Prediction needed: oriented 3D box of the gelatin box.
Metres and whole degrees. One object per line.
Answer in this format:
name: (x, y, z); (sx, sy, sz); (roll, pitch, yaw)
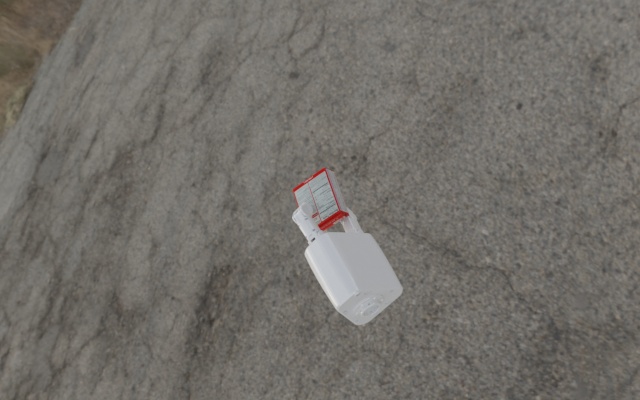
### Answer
gelatin box: (0.000, 0.002, 0.779); (0.073, 0.089, 0.030); (-34, -30, 26)
